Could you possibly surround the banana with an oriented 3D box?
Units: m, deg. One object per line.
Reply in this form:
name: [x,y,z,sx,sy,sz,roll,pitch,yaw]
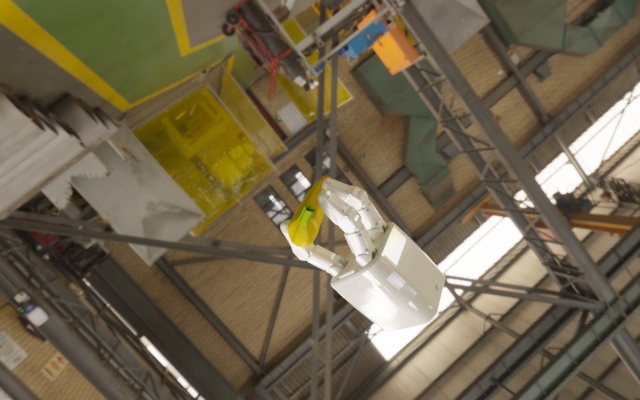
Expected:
banana: [-0.011,0.017,0.616,0.037,0.069,0.197,35,14,-4]
